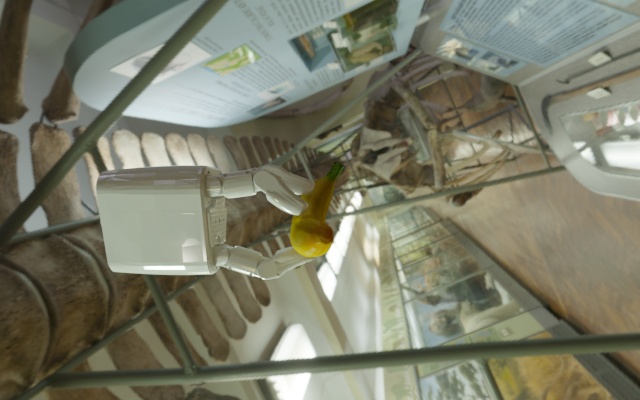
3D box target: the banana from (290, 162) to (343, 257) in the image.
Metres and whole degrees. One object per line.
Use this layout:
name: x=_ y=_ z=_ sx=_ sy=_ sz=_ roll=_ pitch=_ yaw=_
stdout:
banana: x=-0.007 y=0.016 z=0.495 sx=0.037 sy=0.070 sz=0.197 roll=22 pitch=23 yaw=-6
